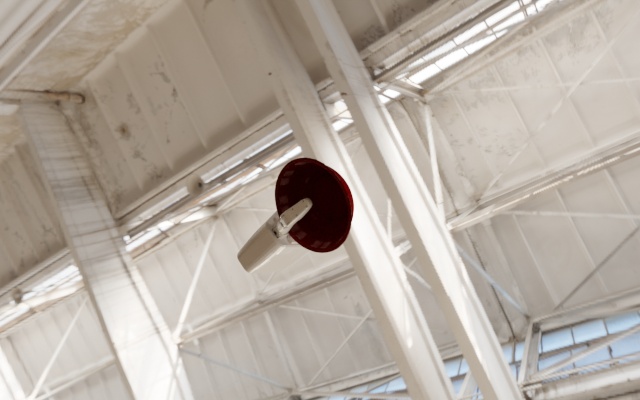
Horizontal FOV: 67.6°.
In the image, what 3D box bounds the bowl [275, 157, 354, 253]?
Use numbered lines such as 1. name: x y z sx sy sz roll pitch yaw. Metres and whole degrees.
1. bowl: 0.001 0.002 0.792 0.162 0.162 0.055 0 16 41
